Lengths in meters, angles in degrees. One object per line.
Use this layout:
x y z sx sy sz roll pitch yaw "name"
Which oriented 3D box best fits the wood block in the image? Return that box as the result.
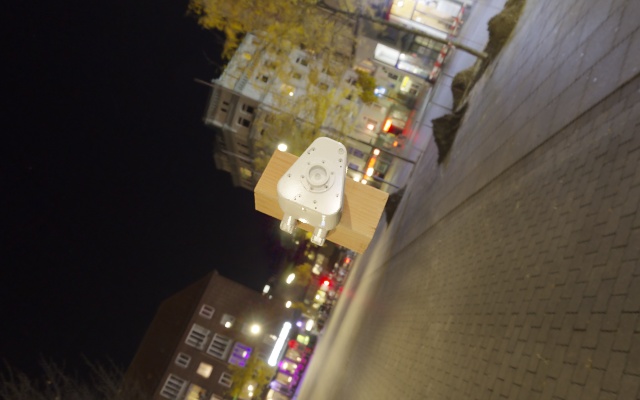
0.000 0.002 0.822 0.206 0.090 0.090 23 -23 4 "wood block"
